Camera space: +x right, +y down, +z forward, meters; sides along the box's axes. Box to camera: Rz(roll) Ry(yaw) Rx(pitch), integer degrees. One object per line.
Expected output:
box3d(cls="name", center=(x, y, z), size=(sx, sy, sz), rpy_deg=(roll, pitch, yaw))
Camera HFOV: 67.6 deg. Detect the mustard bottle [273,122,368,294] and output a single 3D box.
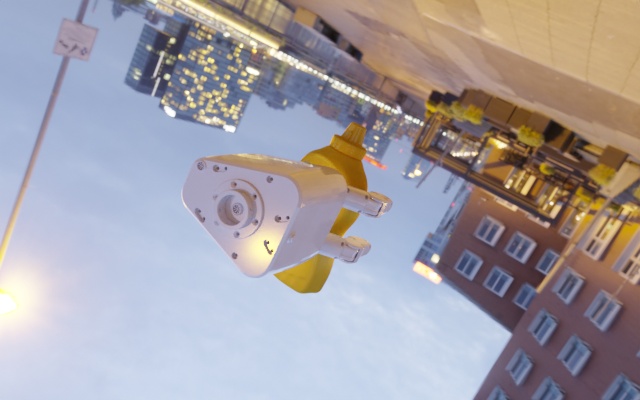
box3d(cls="mustard bottle", center=(0.000, 0.002, 0.537), size=(0.058, 0.192, 0.096), rpy_deg=(11, 20, -47))
